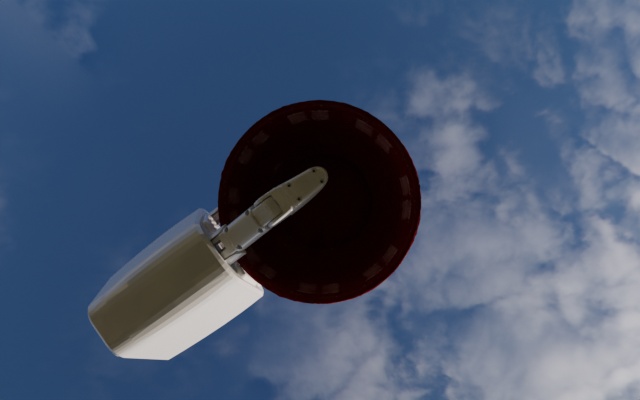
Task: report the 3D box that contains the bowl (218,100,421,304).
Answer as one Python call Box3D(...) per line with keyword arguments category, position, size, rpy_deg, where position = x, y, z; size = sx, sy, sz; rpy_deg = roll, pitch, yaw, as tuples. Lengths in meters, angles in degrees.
Box3D(category="bowl", position=(0.001, 0.001, 0.401), size=(0.162, 0.162, 0.055), rpy_deg=(0, 0, 6))
